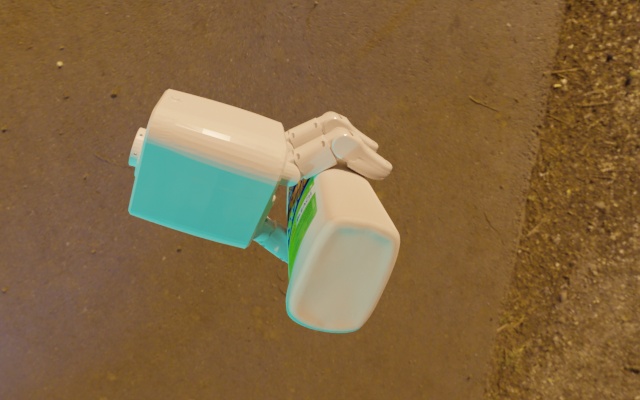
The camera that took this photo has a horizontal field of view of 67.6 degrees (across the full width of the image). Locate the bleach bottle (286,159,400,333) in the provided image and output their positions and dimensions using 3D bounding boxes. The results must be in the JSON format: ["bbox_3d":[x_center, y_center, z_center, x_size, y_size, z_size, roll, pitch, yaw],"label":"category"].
[{"bbox_3d":[0.000,0.001,0.447,0.068,0.103,0.250,15,22,-16],"label":"bleach bottle"}]
